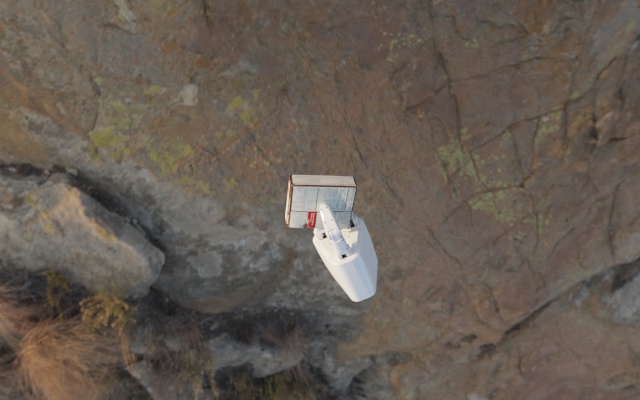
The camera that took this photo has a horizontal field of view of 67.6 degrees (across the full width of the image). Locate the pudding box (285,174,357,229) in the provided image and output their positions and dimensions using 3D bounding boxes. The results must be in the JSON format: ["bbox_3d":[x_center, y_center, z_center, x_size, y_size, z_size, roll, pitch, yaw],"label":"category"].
[{"bbox_3d":[0.000,0.003,0.809,0.113,0.090,0.039,1,33,-12],"label":"pudding box"}]
